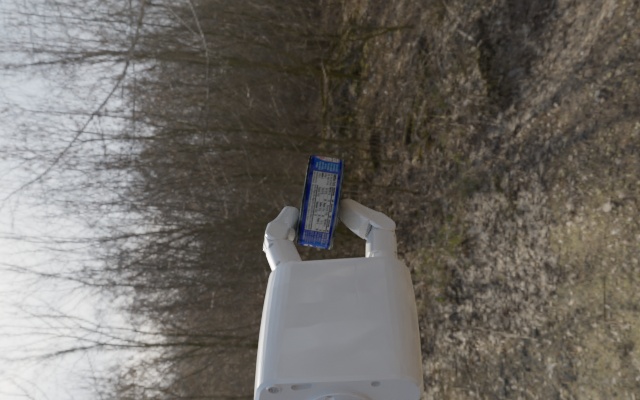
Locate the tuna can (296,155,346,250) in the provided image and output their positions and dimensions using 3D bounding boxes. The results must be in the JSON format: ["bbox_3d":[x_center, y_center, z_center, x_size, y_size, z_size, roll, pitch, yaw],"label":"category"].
[{"bbox_3d":[0.000,0.001,0.445,0.034,0.086,0.086,9,0,-1],"label":"tuna can"}]
